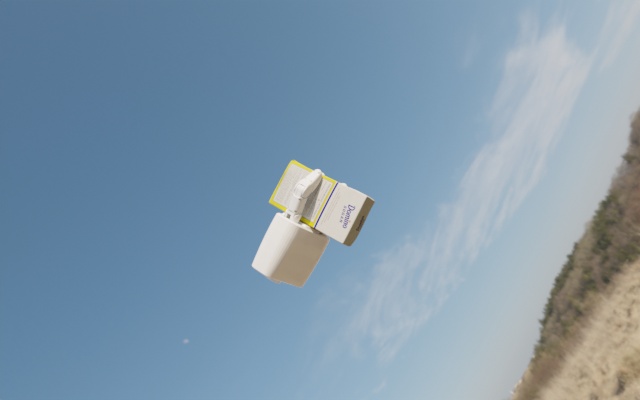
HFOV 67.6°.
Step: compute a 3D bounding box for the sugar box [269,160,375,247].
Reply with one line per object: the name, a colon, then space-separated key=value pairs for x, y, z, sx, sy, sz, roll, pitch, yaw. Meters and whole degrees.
sugar box: x=0.000 y=0.003 z=0.852 sx=0.176 sy=0.093 sz=0.048 roll=28 pitch=1 yaw=29
